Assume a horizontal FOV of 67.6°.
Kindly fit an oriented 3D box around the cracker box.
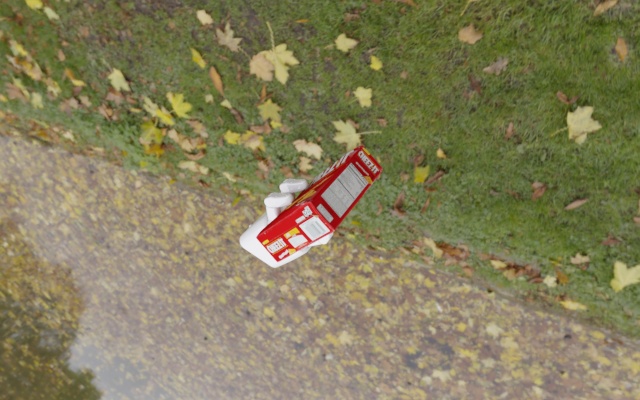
[{"bbox_3d":[0.000,0.003,0.876,0.164,0.072,0.213,-33,11,43],"label":"cracker box"}]
